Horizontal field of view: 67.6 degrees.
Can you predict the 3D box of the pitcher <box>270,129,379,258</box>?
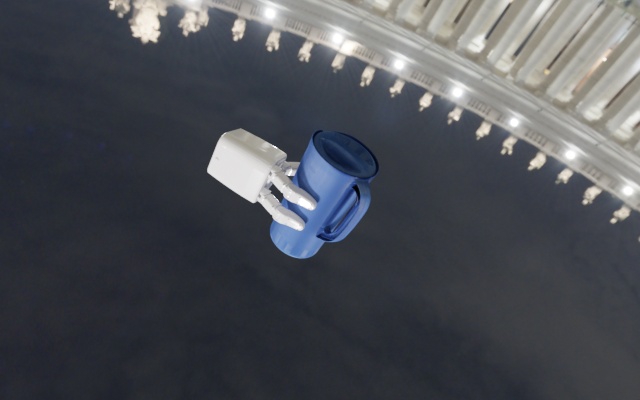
[{"bbox_3d":[0.000,0.003,0.894,0.145,0.243,0.149,30,35,-1],"label":"pitcher"}]
